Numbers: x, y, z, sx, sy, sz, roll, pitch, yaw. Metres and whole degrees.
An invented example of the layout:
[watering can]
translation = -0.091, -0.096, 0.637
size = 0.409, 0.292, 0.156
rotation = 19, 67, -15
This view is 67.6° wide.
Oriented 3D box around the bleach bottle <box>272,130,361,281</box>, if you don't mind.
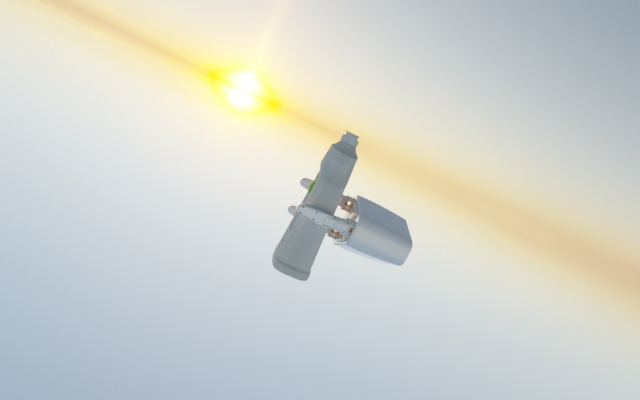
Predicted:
[bleach bottle]
translation = 0.000, 0.003, 0.799
size = 0.068, 0.251, 0.102
rotation = 25, 8, -10
